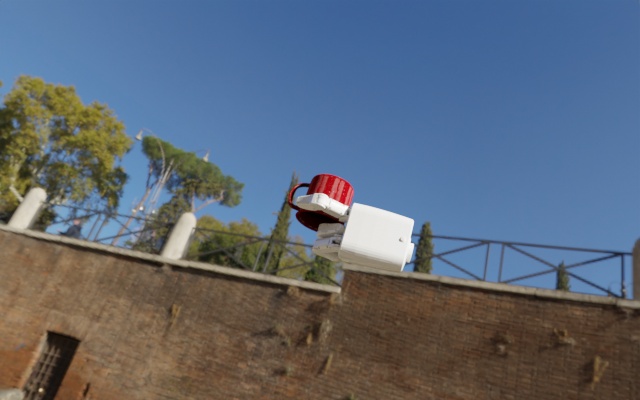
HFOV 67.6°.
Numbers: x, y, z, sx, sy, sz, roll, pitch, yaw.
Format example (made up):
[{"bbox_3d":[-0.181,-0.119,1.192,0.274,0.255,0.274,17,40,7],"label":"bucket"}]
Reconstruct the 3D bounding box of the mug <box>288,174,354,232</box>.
[{"bbox_3d":[-0.001,0.002,0.860,0.117,0.081,0.093,15,-25,8],"label":"mug"}]
